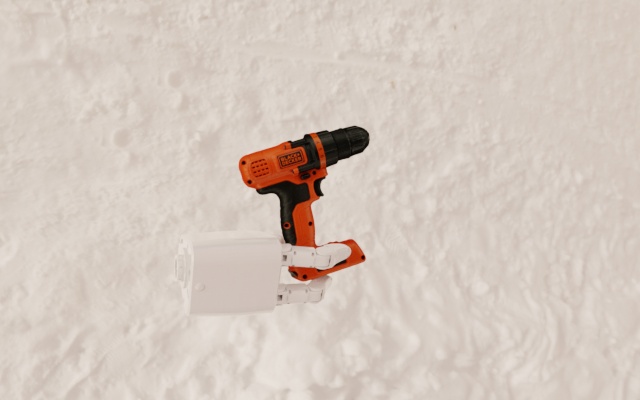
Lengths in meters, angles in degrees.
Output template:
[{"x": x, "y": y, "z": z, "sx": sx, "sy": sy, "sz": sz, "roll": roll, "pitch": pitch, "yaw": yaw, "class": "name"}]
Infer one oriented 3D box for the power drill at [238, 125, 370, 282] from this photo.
[{"x": 0.000, "y": 0.003, "z": 0.650, "sx": 0.184, "sy": 0.187, "sz": 0.057, "roll": -17, "pitch": 3, "yaw": -10, "class": "power drill"}]
